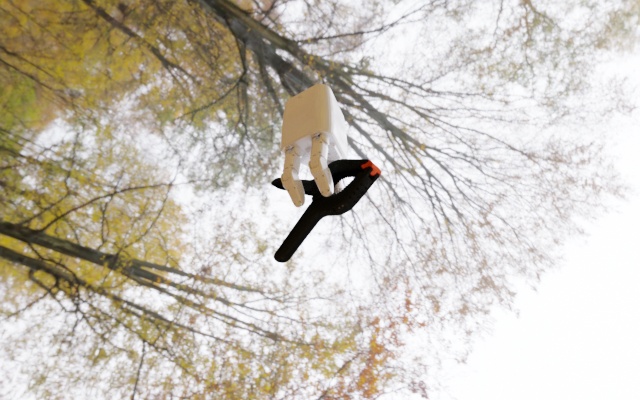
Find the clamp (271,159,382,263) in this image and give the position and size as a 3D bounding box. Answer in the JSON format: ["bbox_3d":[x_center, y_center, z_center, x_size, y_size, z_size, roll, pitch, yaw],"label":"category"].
[{"bbox_3d":[0.001,0.002,0.749,0.210,0.164,0.036,-22,-38,31],"label":"clamp"}]
